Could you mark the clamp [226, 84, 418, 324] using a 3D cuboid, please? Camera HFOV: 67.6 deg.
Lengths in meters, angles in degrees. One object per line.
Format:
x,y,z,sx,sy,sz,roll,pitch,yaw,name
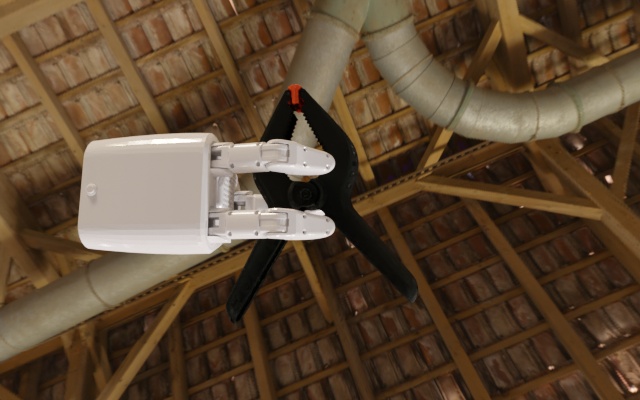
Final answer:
0.000,0.001,0.421,0.164,0.210,0.036,-1,-9,5,clamp
